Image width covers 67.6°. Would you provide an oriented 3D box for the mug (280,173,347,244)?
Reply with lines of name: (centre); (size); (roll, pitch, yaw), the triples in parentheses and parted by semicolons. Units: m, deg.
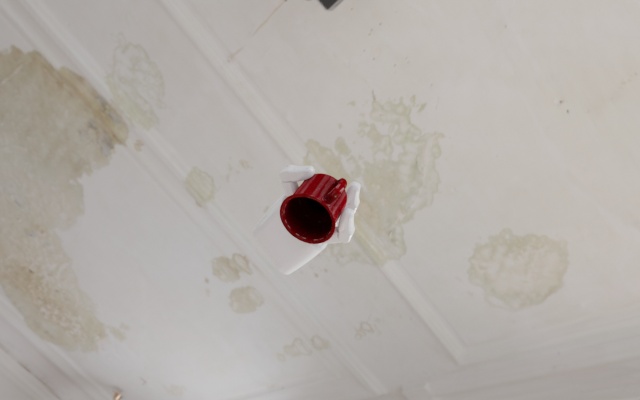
mug: (0.001, 0.002, 0.757); (0.117, 0.093, 0.081); (-43, 8, 38)
